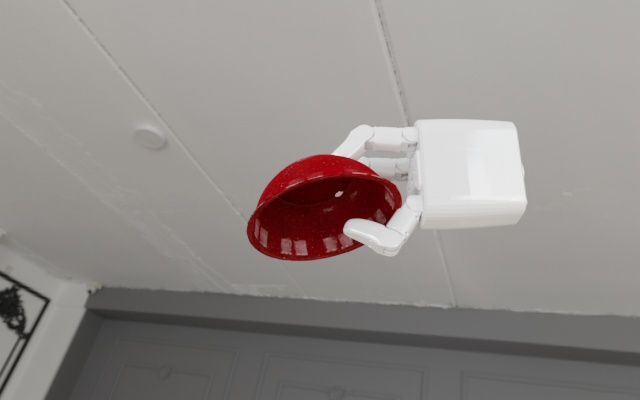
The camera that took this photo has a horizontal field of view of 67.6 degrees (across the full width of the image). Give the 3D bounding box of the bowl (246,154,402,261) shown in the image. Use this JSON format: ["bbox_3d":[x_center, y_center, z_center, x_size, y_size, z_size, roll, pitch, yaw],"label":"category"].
[{"bbox_3d":[-0.001,0.001,0.499,0.162,0.055,0.162,-11,-33,-7],"label":"bowl"}]
